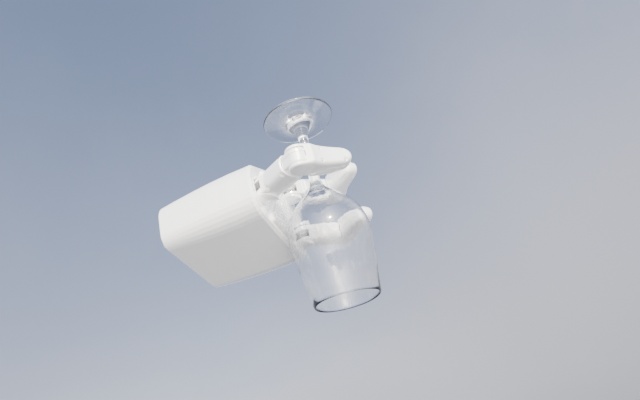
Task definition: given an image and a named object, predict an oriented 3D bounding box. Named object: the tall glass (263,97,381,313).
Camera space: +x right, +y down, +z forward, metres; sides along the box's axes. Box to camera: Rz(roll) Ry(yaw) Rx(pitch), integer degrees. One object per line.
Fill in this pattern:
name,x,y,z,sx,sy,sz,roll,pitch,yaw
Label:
tall glass,0.000,0.001,0.460,0.079,0.201,0.079,-13,-26,-6
